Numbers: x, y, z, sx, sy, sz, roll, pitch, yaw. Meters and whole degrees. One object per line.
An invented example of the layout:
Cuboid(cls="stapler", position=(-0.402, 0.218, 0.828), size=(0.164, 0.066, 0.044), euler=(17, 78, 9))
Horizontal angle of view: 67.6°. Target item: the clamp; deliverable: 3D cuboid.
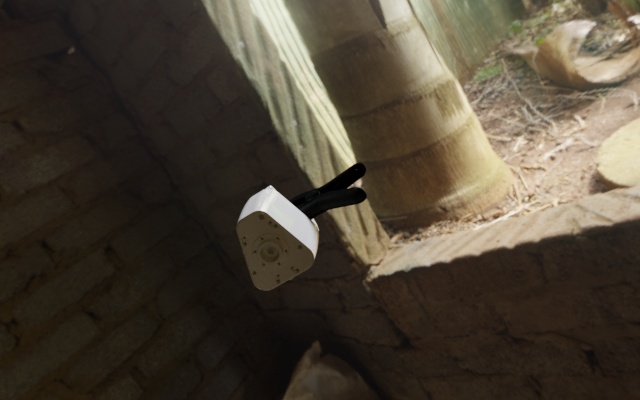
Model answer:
Cuboid(cls="clamp", position=(0.000, 0.002, 0.738), size=(0.171, 0.039, 0.120), euler=(-30, 13, 8))
